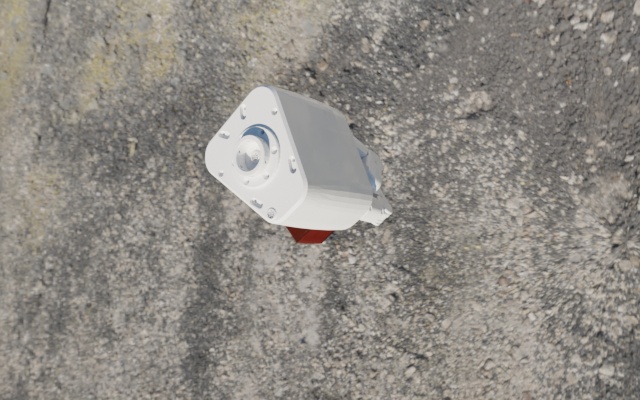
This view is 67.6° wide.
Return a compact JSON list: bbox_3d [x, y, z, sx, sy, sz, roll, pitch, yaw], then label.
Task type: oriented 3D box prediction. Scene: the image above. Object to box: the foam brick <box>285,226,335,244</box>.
[{"bbox_3d":[0.000,0.002,0.497,0.078,0.053,0.051,-45,-24,22],"label":"foam brick"}]
